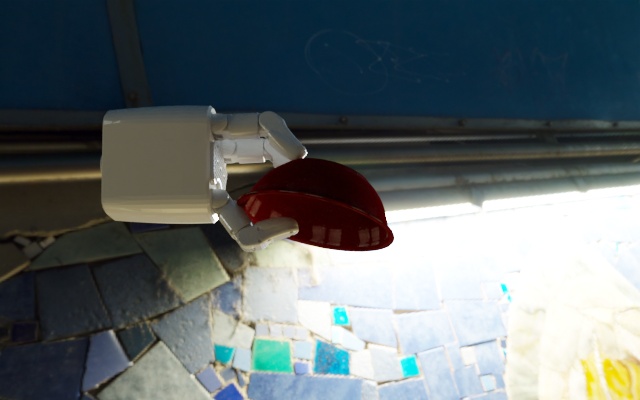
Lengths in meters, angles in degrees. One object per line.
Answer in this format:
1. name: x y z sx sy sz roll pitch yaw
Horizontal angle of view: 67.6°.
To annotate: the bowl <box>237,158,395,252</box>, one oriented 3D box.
1. bowl: 0.001 0.002 0.489 0.162 0.055 0.162 12 -20 5
